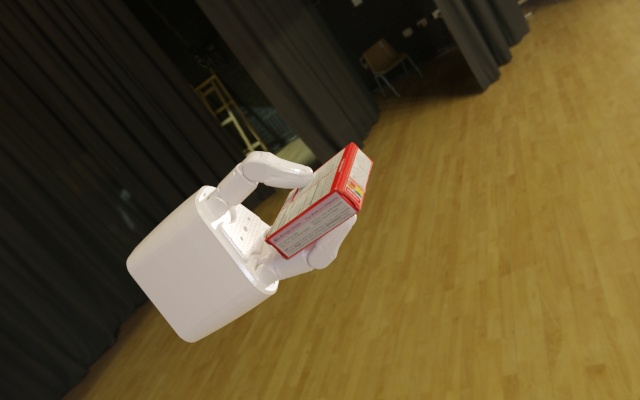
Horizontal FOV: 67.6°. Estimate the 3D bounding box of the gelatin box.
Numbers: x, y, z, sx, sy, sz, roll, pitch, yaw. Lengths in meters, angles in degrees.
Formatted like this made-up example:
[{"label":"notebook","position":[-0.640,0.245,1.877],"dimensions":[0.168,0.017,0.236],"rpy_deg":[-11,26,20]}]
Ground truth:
[{"label":"gelatin box","position":[0.000,0.001,0.403],"dimensions":[0.089,0.030,0.073],"rpy_deg":[-37,18,33]}]
